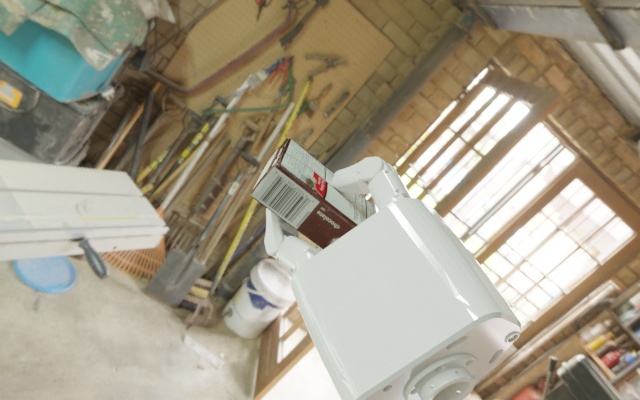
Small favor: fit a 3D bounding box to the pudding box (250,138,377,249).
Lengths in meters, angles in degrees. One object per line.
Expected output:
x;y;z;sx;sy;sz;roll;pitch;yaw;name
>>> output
0.000;0.001;0.418;0.113;0.039;0.090;39;17;-11;pudding box
